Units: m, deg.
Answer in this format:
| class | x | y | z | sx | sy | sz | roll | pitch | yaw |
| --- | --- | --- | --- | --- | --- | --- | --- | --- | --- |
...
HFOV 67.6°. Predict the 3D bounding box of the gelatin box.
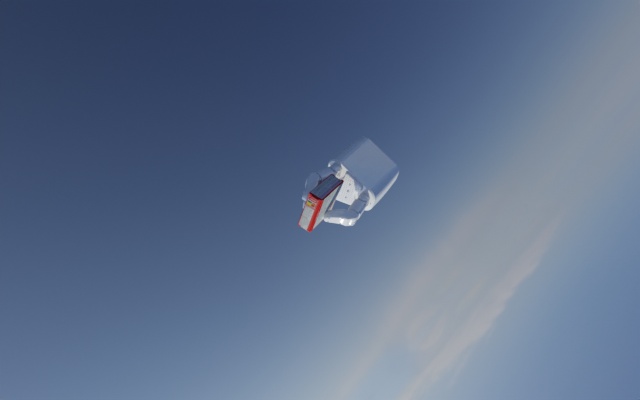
| class | x | y | z | sx | sy | sz | roll | pitch | yaw |
| --- | --- | --- | --- | --- | --- | --- | --- | --- | --- |
| gelatin box | 0.000 | 0.003 | 0.834 | 0.030 | 0.073 | 0.089 | 30 | 36 | 12 |
